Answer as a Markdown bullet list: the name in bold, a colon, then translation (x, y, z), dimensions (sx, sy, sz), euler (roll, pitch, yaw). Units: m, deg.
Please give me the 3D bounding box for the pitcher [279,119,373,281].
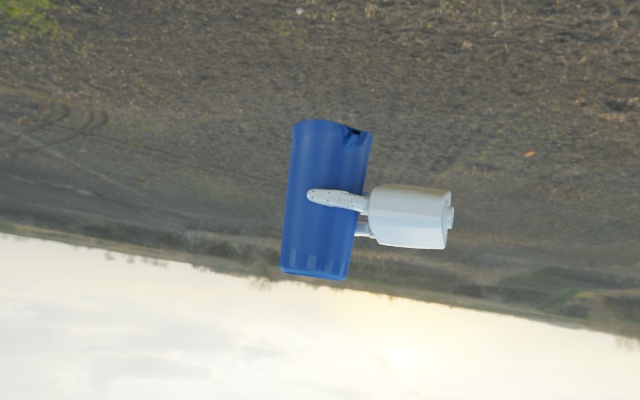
- **pitcher**: translation (0.000, 0.003, 0.777), dimensions (0.145, 0.242, 0.149), euler (5, -10, 19)
